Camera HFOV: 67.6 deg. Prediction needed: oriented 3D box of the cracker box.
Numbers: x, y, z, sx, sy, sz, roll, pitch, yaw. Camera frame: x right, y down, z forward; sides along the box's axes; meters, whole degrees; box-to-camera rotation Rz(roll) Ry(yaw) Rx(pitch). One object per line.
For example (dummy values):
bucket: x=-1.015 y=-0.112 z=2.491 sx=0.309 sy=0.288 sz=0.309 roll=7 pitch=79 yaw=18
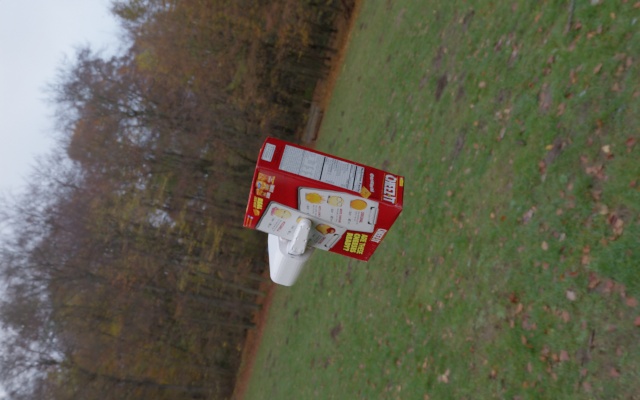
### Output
cracker box: x=0.000 y=0.003 z=0.734 sx=0.214 sy=0.072 sz=0.164 roll=16 pitch=-37 yaw=-5
